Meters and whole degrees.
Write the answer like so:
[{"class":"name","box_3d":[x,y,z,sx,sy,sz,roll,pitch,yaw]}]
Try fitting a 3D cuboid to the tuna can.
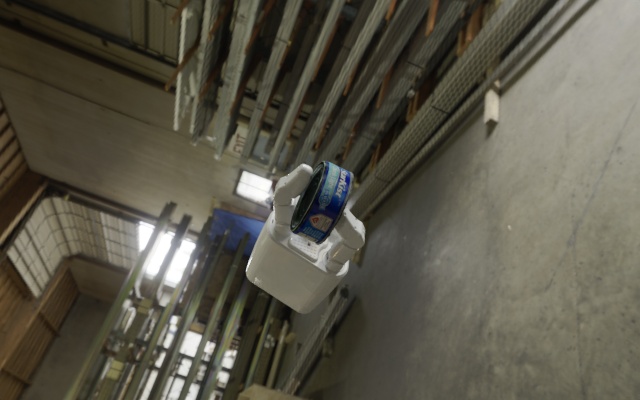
[{"class":"tuna can","box_3d":[0.000,0.001,0.508,0.034,0.086,0.086,25,-5,-11]}]
